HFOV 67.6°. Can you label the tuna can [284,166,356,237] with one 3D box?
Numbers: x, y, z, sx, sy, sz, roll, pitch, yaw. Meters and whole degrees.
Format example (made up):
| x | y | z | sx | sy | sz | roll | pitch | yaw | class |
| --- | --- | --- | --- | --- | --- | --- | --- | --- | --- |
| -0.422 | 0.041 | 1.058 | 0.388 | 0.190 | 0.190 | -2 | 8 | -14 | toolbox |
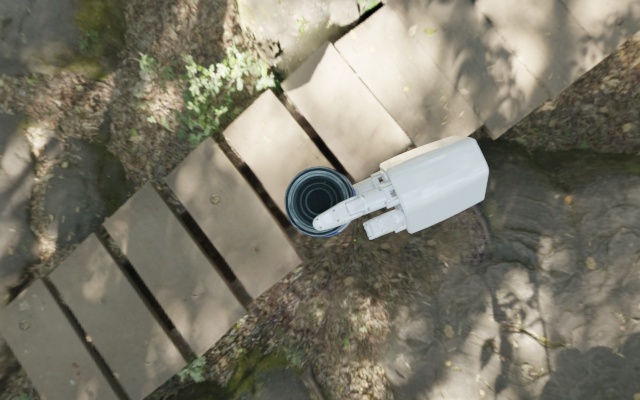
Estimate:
| x | y | z | sx | sy | sz | roll | pitch | yaw | class |
| --- | --- | --- | --- | --- | --- | --- | --- | --- | --- |
| 0.000 | 0.002 | 0.579 | 0.086 | 0.086 | 0.034 | 0 | -2 | 9 | tuna can |
